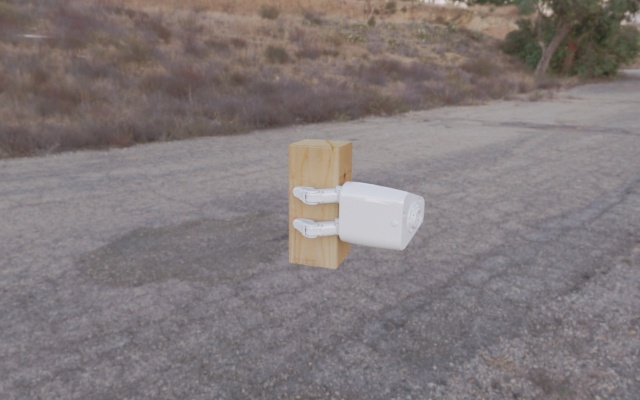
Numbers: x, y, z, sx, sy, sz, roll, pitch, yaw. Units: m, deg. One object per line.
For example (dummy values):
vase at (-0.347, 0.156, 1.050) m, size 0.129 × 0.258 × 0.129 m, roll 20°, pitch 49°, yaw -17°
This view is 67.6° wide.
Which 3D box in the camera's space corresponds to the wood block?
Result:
wood block at (0.001, 0.003, 0.830) m, size 0.090 × 0.206 × 0.091 m, roll 5°, pitch 15°, yaw 17°
